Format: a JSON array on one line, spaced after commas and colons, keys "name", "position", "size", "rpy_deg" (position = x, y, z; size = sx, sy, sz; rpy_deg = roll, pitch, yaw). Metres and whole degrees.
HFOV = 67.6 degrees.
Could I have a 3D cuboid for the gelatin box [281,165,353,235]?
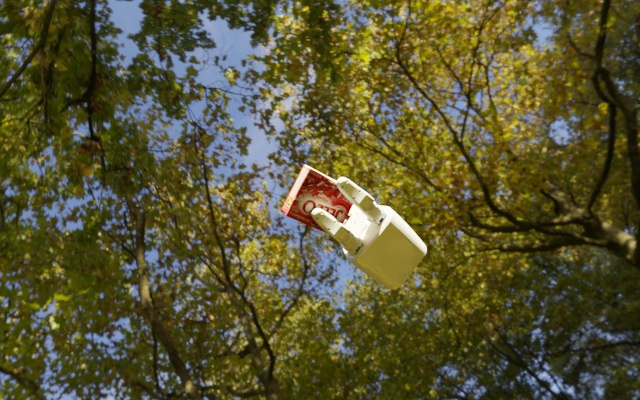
[{"name": "gelatin box", "position": [0.000, 0.002, 0.672], "size": [0.089, 0.073, 0.030], "rpy_deg": [26, 5, -27]}]
